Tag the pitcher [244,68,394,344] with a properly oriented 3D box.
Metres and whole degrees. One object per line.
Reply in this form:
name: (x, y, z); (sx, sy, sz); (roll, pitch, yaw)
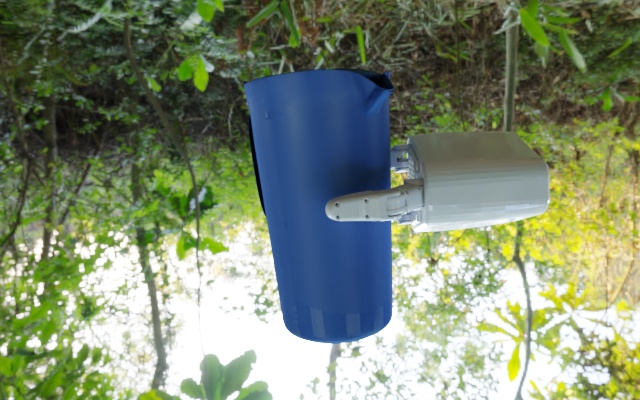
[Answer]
pitcher: (0.000, 0.001, 0.460); (0.145, 0.243, 0.149); (-5, 8, 2)
